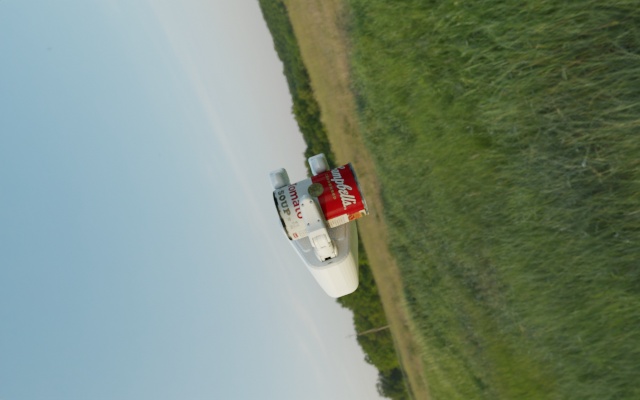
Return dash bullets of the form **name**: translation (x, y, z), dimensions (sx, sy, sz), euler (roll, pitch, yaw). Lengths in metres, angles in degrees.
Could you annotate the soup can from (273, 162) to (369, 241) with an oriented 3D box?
- **soup can**: translation (0.000, 0.002, 0.586), dimensions (0.102, 0.068, 0.068), euler (-20, -1, 2)
